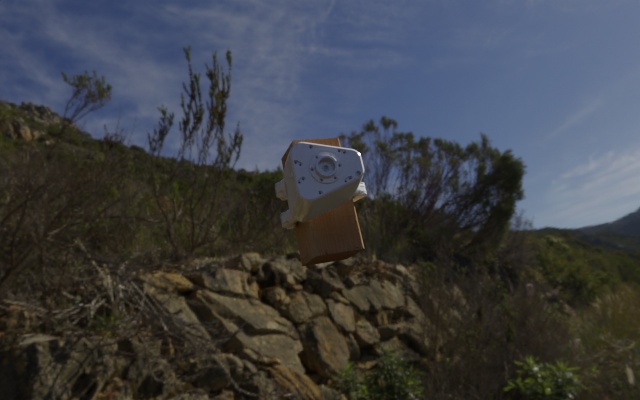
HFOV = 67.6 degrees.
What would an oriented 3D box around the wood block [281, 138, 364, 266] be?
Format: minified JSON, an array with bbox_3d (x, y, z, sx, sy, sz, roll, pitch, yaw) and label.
[{"bbox_3d":[0.001,0.002,0.850,0.091,0.206,0.090,-6,-16,-21],"label":"wood block"}]
